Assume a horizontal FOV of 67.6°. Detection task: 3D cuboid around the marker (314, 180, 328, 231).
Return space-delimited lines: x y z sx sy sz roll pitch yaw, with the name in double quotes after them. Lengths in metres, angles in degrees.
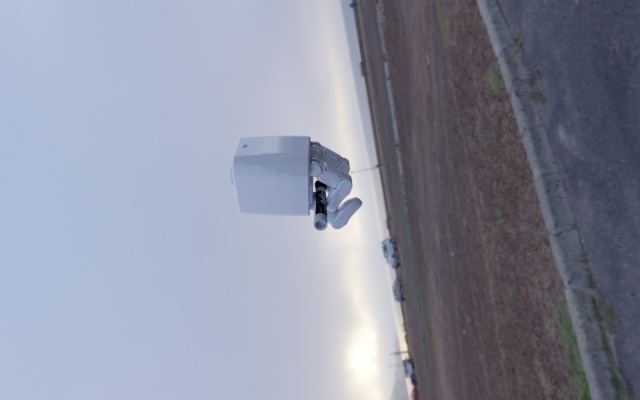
0.000 0.002 0.683 0.020 0.020 0.121 0 30 0 "marker"
